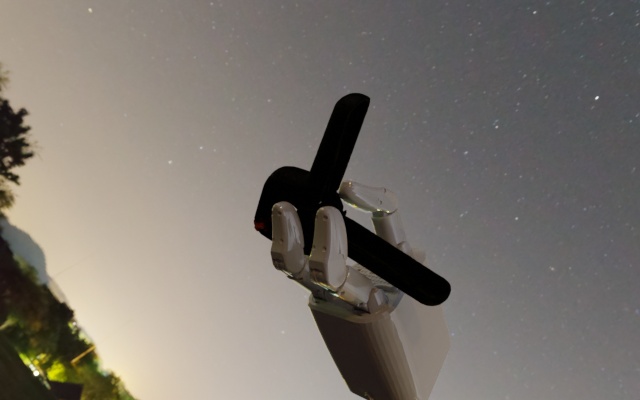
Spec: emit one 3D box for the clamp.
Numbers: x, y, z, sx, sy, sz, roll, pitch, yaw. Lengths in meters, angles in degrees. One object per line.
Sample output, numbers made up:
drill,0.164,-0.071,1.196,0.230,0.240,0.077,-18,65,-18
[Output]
clamp,0.000,0.001,0.403,0.036,0.164,0.210,-32,20,-34
